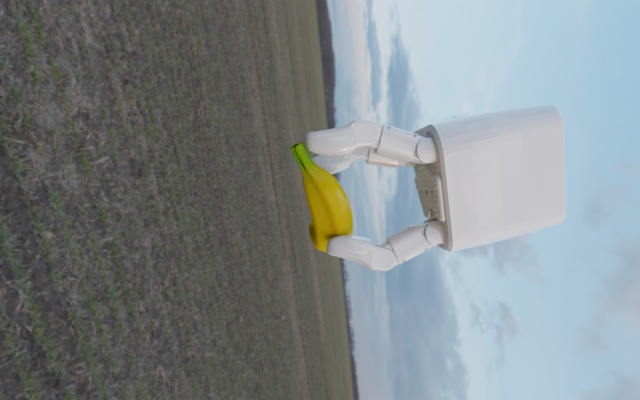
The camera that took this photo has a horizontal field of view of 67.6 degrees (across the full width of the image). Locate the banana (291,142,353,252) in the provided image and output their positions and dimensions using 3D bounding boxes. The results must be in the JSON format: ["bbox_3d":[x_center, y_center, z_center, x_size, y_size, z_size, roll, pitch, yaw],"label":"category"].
[{"bbox_3d":[0.006,0.016,0.464,0.037,0.069,0.198,-19,-23,-6],"label":"banana"}]
